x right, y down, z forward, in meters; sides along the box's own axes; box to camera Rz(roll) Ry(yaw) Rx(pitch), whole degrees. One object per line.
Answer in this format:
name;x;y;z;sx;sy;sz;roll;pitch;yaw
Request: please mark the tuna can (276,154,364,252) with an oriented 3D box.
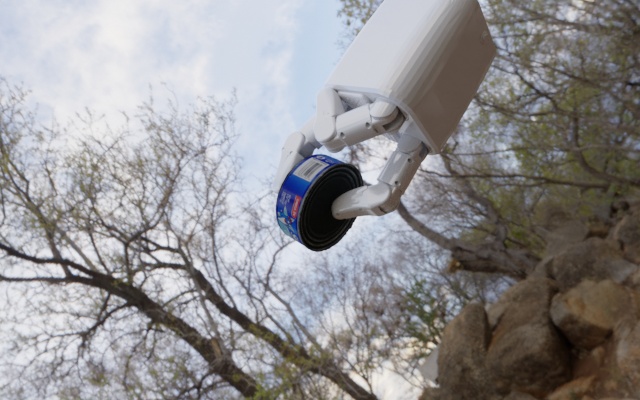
tuna can;0.000;0.001;0.439;0.033;0.086;0.086;27;17;36
